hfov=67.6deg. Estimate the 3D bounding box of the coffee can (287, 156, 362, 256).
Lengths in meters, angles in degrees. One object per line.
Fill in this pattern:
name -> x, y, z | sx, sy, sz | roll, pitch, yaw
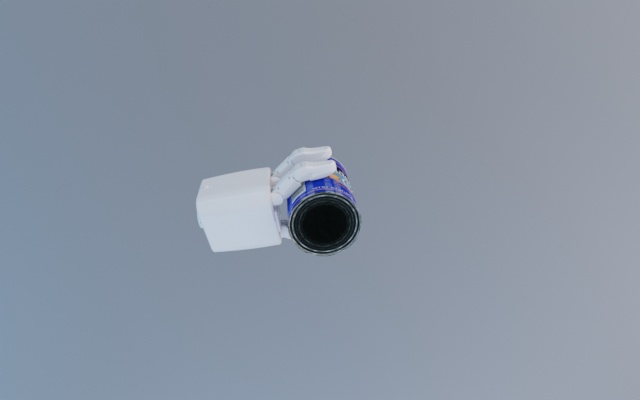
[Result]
coffee can -> 0.000, 0.002, 0.715 | 0.103, 0.103, 0.140 | 0, 27, -6
